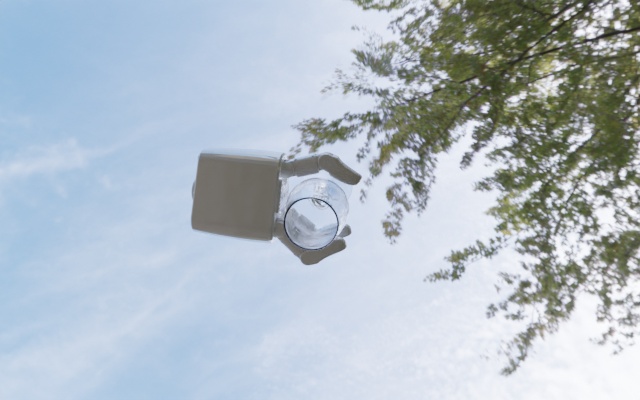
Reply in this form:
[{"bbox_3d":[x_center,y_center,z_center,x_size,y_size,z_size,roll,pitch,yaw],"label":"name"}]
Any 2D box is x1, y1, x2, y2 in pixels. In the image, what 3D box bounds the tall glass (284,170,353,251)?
[{"bbox_3d":[0.000,0.002,0.619,0.079,0.079,0.201,0,14,6],"label":"tall glass"}]
